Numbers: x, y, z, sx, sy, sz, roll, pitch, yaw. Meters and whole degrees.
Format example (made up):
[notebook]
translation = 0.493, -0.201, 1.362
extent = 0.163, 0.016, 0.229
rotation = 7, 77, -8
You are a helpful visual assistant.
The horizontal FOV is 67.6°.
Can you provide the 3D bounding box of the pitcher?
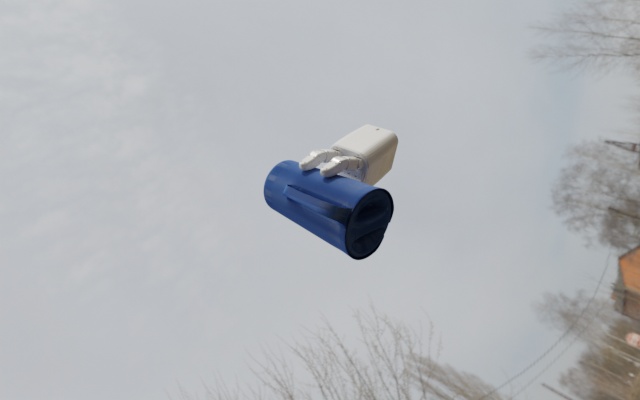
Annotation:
[pitcher]
translation = 0.000, 0.003, 0.890
extent = 0.242, 0.149, 0.145
rotation = 24, 50, 38
